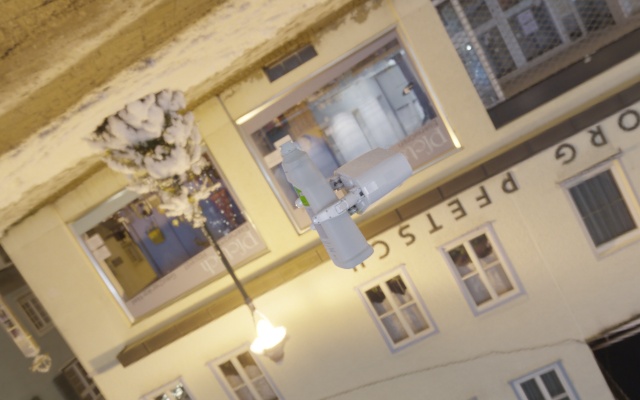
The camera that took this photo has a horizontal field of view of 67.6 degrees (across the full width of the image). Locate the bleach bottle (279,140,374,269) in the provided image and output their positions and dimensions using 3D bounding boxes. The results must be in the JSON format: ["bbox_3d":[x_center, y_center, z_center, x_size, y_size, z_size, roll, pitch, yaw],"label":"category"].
[{"bbox_3d":[0.000,0.003,0.876,0.068,0.251,0.102,-33,8,-16],"label":"bleach bottle"}]
